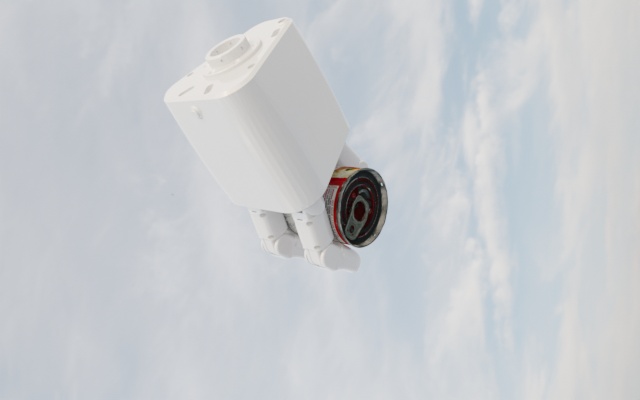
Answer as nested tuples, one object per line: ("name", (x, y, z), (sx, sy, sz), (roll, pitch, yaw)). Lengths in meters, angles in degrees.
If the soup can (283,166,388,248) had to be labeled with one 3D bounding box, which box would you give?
("soup can", (0.000, 0.002, 0.434), (0.102, 0.068, 0.068), (8, 5, 41))
